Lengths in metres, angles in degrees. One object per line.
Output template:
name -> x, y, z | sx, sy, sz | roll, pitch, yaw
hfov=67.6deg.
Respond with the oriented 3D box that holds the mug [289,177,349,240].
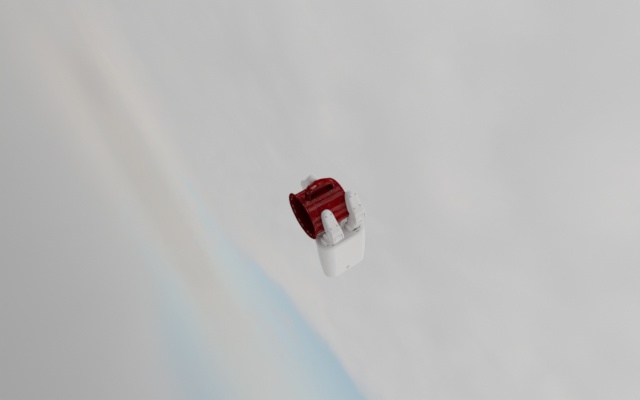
mug -> 0.000, 0.002, 0.847 | 0.081, 0.117, 0.093 | -29, 54, -17
